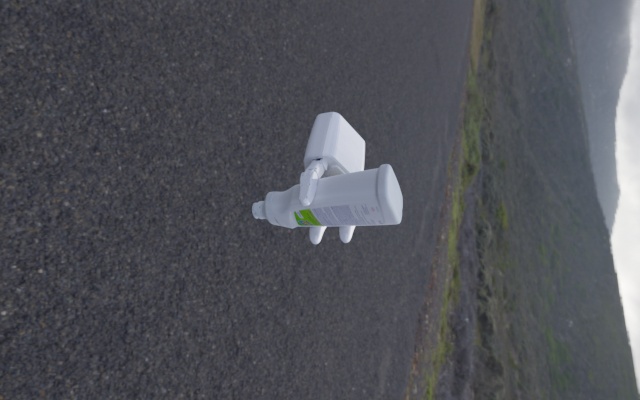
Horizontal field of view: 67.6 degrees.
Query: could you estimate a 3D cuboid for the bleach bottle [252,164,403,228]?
[{"bbox_3d":[0.000,0.003,0.778,0.251,0.068,0.103,-5,-37,22],"label":"bleach bottle"}]
